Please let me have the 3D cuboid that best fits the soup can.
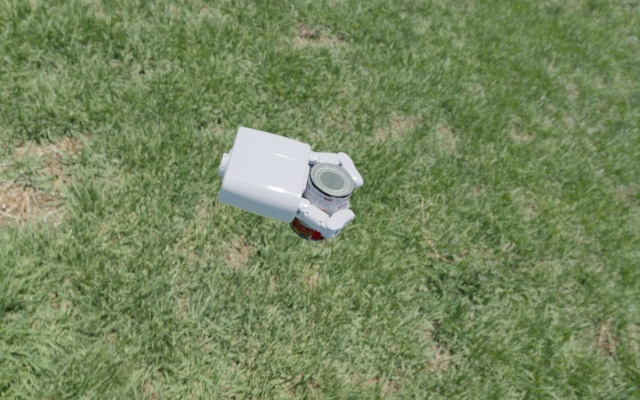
[{"bbox_3d":[0.001,0.002,0.696,0.068,0.068,0.102,0,-41,-25],"label":"soup can"}]
